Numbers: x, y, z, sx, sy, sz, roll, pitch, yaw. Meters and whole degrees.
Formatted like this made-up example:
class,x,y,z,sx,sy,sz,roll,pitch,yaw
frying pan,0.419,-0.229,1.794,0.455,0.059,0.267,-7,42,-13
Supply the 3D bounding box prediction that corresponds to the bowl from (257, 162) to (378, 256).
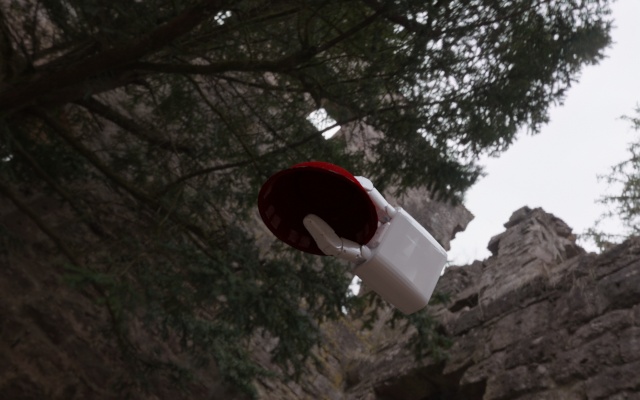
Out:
class,x,y,z,sx,sy,sz,roll,pitch,yaw
bowl,-0.001,0.001,0.642,0.162,0.162,0.055,0,43,16
